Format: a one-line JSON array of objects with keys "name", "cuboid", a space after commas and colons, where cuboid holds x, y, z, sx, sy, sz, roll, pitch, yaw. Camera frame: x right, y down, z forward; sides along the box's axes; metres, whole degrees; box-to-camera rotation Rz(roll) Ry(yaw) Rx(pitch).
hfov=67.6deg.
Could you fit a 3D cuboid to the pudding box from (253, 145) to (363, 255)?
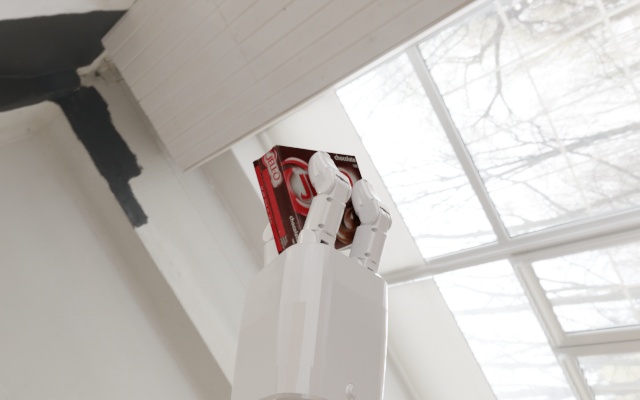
[{"name": "pudding box", "cuboid": [0.000, 0.002, 0.430, 0.039, 0.090, 0.113, -27, -17, 35]}]
